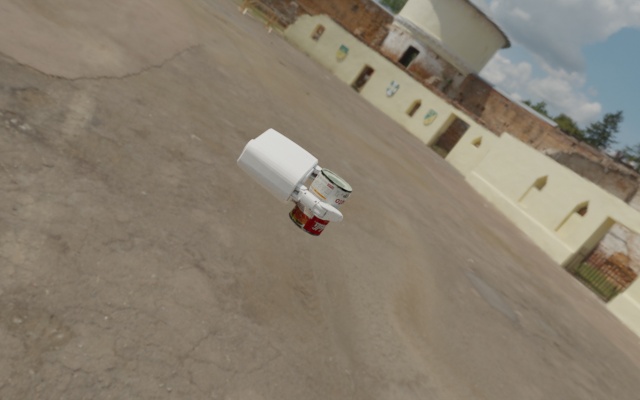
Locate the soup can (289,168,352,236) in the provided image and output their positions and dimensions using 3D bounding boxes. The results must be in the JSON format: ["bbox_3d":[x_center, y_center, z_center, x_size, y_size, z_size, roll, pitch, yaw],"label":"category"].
[{"bbox_3d":[0.001,0.003,0.843,0.068,0.102,0.068,34,15,-10],"label":"soup can"}]
